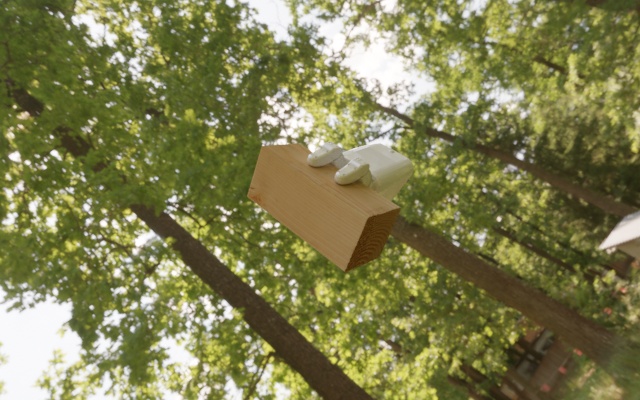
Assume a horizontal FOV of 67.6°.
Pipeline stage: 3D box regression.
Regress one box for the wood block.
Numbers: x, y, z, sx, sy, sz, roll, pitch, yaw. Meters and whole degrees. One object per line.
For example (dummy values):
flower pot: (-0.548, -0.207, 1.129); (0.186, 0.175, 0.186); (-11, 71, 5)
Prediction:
wood block: (0.000, 0.002, 0.705); (0.206, 0.091, 0.090); (35, 28, 30)
